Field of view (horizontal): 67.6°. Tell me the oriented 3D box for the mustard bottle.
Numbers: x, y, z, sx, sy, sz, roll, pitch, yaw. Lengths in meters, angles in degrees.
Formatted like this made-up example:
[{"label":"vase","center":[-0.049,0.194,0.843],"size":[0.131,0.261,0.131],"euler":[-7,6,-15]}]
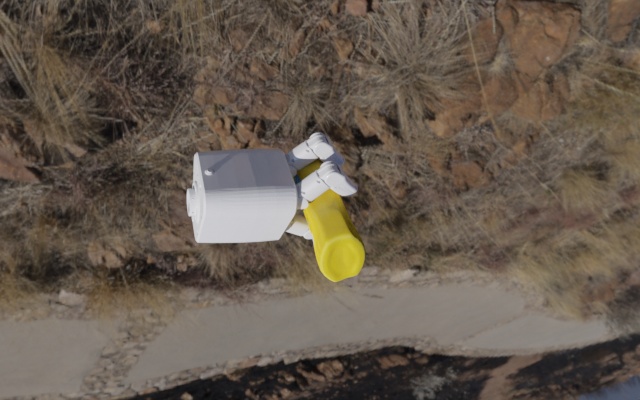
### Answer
[{"label":"mustard bottle","center":[0.000,0.002,0.613],"size":[0.058,0.191,0.096],"euler":[-19,-39,-3]}]
